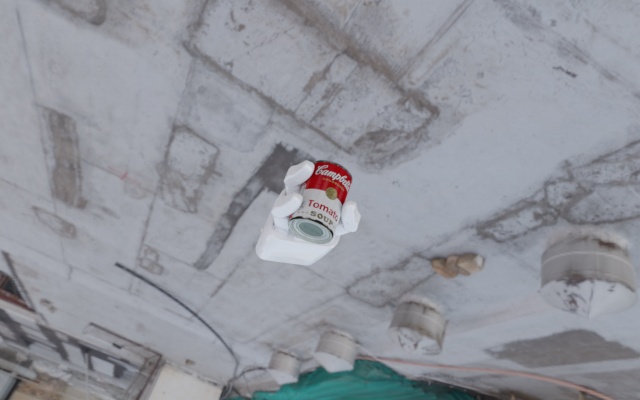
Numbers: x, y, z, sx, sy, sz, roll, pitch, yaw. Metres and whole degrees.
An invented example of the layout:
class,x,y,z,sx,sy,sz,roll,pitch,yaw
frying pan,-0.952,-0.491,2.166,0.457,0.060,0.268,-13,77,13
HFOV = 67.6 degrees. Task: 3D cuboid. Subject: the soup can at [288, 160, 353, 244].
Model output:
class,x,y,z,sx,sy,sz,roll,pitch,yaw
soup can,0.000,0.002,0.682,0.068,0.102,0.068,15,-31,9
